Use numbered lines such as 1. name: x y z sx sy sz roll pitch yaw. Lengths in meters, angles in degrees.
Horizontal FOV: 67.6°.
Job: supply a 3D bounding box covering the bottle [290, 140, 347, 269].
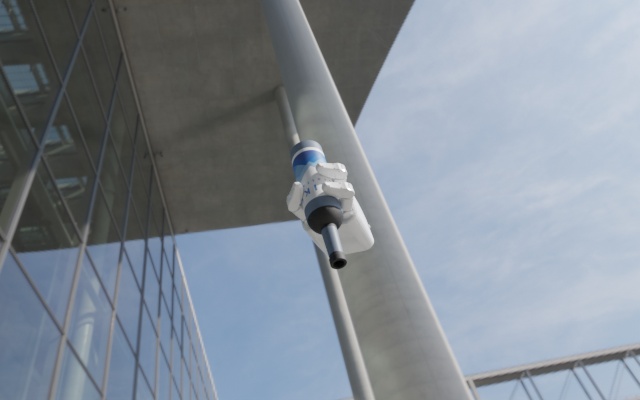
1. bottle: 0.000 0.003 0.868 0.069 0.069 0.295 0 42 -16
